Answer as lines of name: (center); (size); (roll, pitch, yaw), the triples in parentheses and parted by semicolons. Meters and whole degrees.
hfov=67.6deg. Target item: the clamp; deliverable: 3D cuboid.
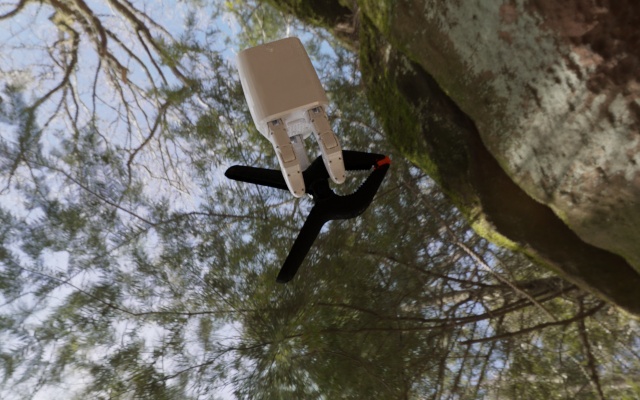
clamp: (0.000, 0.002, 0.616); (0.210, 0.164, 0.036); (-19, -12, -10)
